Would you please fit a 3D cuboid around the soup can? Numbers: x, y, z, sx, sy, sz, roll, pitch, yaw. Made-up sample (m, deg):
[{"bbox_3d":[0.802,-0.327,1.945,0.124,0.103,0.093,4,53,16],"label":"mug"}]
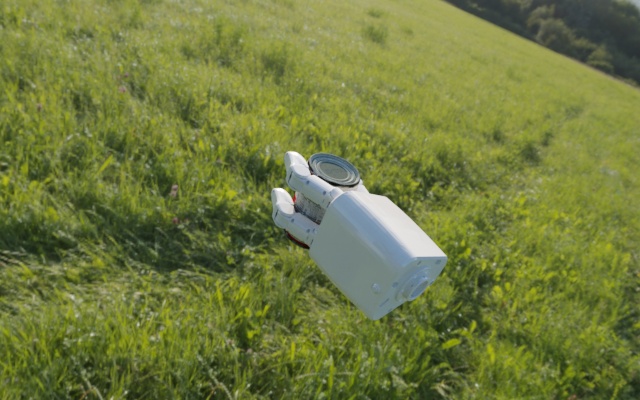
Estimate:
[{"bbox_3d":[0.000,0.001,0.585,0.068,0.102,0.068,16,33,-11],"label":"soup can"}]
